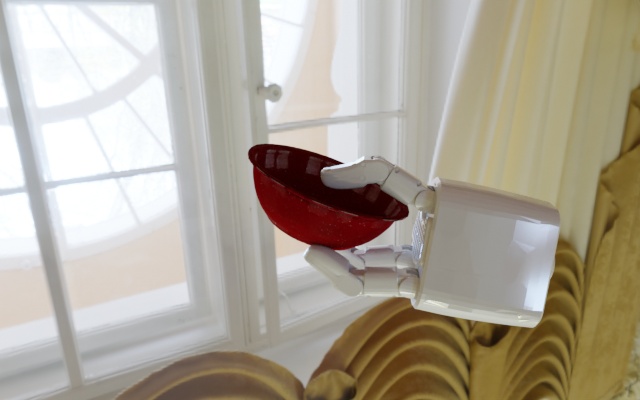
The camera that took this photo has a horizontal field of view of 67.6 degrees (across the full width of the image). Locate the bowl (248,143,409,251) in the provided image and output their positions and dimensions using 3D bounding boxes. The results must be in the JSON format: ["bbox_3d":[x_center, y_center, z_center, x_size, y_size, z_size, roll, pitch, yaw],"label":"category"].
[{"bbox_3d":[-0.001,0.001,0.460,0.162,0.055,0.162,20,18,-7],"label":"bowl"}]
